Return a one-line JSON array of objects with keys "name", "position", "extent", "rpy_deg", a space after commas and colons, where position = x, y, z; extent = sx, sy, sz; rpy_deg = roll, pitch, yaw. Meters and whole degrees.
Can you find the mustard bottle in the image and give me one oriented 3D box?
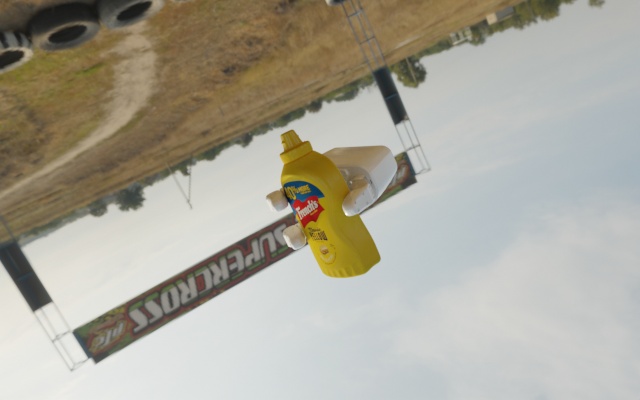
[{"name": "mustard bottle", "position": [0.000, 0.002, 0.593], "extent": [0.058, 0.192, 0.096], "rpy_deg": [-32, 14, -32]}]
